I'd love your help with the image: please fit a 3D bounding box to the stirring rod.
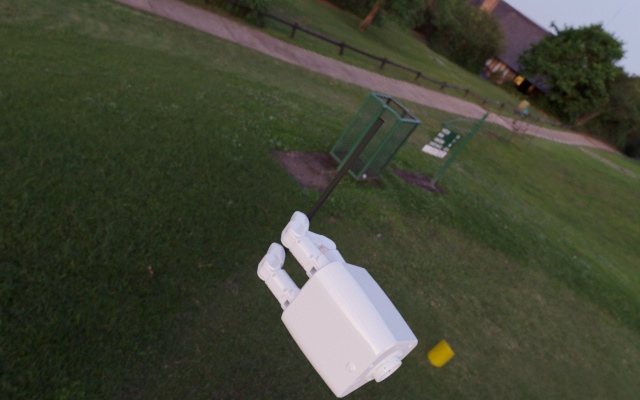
[{"bbox_3d":[0.000,0.002,0.560,0.011,0.240,0.011,29,26,-16],"label":"stirring rod"}]
